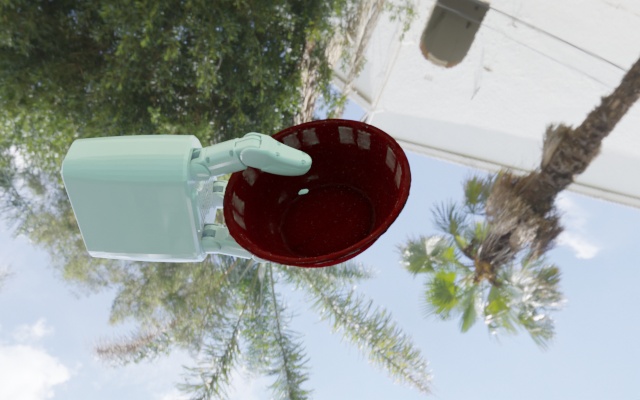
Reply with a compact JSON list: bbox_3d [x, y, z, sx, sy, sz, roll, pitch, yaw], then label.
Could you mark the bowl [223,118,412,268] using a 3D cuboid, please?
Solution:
[{"bbox_3d":[0.001,0.002,0.418,0.162,0.162,0.055,0,-39,17],"label":"bowl"}]
